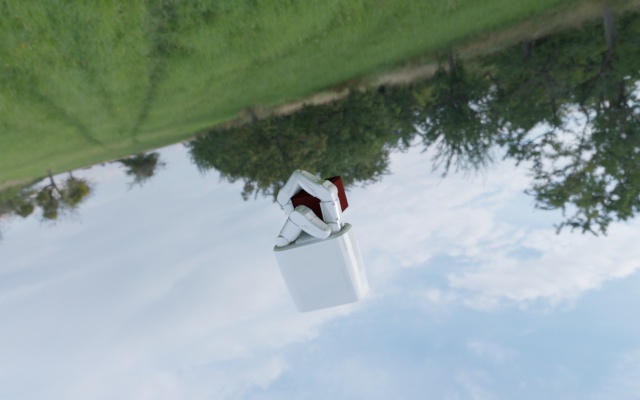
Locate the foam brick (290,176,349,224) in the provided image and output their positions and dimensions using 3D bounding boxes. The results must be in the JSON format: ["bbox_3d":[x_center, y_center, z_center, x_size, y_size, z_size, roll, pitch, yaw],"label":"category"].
[{"bbox_3d":[0.000,0.002,0.717,0.053,0.051,0.078,-11,15,30],"label":"foam brick"}]
